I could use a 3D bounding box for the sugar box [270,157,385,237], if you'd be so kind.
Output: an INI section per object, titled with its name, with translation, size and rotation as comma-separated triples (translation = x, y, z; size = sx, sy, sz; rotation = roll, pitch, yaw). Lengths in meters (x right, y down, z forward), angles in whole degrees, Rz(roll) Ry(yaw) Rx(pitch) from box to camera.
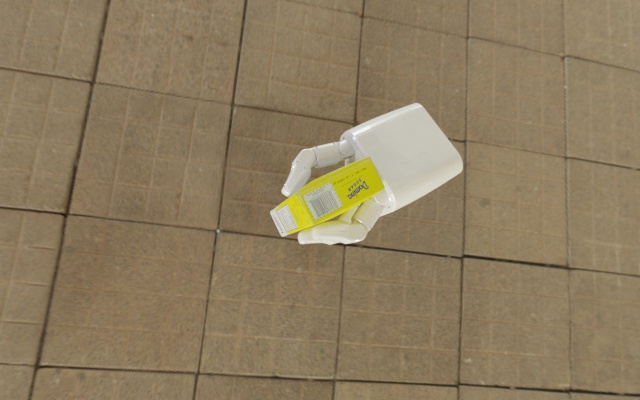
[sugar box]
translation = 0.000, 0.002, 0.578
size = 0.093, 0.048, 0.176
rotation = -26, -3, -16
